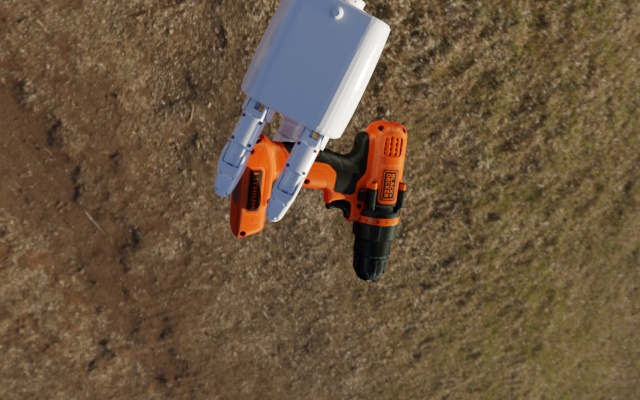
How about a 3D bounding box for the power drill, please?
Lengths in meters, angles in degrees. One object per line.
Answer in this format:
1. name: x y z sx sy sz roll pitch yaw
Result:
1. power drill: 0.000 0.001 0.515 0.187 0.184 0.057 1 12 -20
